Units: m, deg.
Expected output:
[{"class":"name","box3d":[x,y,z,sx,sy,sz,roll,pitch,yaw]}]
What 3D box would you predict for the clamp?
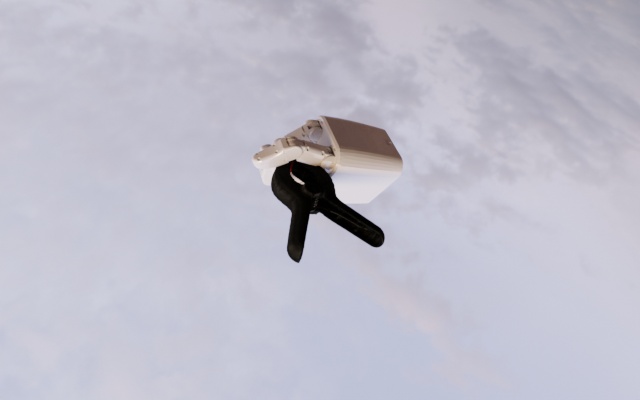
[{"class":"clamp","box3d":[0.000,0.002,0.566,0.120,0.171,0.039,5,-46,-28]}]
